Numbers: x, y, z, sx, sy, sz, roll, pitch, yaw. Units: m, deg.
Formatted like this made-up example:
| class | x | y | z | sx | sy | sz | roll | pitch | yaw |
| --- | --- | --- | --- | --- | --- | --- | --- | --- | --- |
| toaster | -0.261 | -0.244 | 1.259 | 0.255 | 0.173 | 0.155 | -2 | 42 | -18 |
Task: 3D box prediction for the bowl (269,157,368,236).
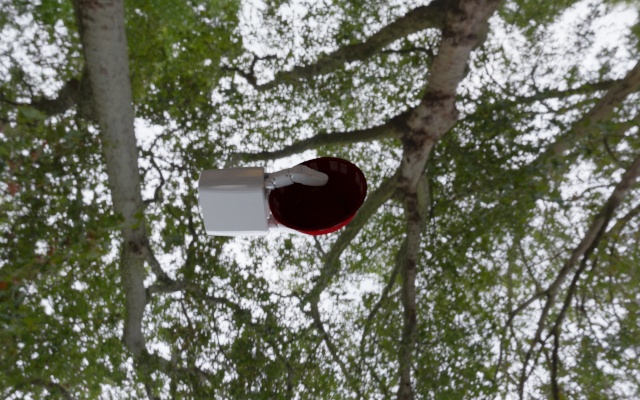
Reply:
| class | x | y | z | sx | sy | sz | roll | pitch | yaw |
| --- | --- | --- | --- | --- | --- | --- | --- | --- | --- |
| bowl | 0.001 | 0.003 | 0.780 | 0.162 | 0.162 | 0.055 | 0 | -41 | 17 |
